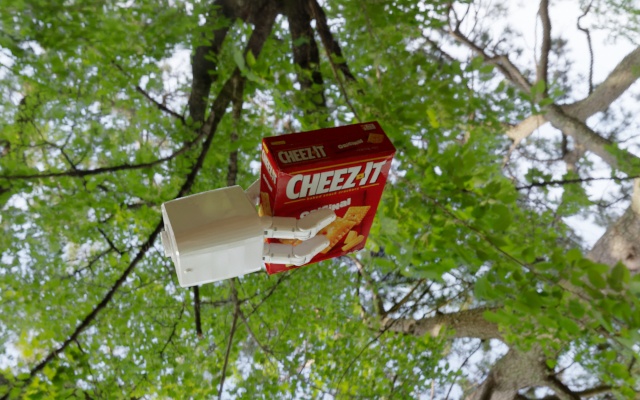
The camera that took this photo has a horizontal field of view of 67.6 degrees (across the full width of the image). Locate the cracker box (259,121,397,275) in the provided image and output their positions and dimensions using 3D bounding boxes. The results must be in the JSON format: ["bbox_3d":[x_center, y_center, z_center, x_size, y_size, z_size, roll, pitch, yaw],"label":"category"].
[{"bbox_3d":[0.000,0.002,0.670,0.164,0.072,0.214,-12,-39,-21],"label":"cracker box"}]
